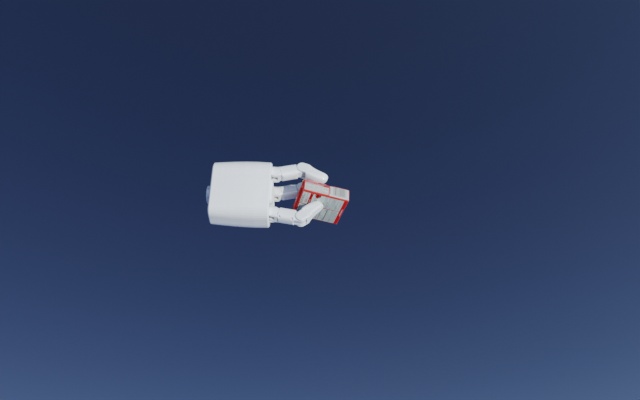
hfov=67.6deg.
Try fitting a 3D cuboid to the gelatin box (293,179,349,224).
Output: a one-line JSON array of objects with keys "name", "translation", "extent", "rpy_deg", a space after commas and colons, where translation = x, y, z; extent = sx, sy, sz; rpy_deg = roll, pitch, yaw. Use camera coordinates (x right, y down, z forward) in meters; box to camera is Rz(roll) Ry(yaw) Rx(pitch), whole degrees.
[{"name": "gelatin box", "translation": [0.000, 0.003, 0.877], "extent": [0.089, 0.030, 0.073], "rpy_deg": [14, -42, -9]}]
